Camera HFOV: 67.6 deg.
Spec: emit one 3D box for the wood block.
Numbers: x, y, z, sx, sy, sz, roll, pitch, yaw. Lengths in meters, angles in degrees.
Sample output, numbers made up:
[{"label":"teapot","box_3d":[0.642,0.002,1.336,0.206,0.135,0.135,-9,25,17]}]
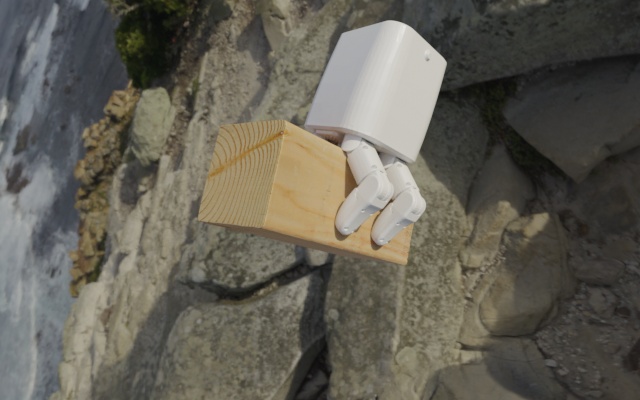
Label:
[{"label":"wood block","box_3d":[0.000,0.001,0.466,0.091,0.090,0.206,4,-11,43]}]
